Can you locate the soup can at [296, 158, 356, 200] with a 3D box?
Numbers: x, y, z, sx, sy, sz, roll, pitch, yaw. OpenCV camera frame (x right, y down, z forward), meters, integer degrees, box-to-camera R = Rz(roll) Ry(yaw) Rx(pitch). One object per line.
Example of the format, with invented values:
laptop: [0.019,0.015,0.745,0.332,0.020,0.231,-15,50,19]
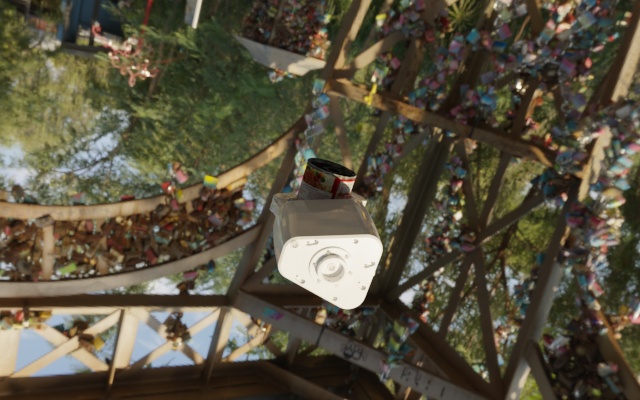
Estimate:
soup can: [0.000,0.002,0.642,0.068,0.102,0.068,17,17,-5]
